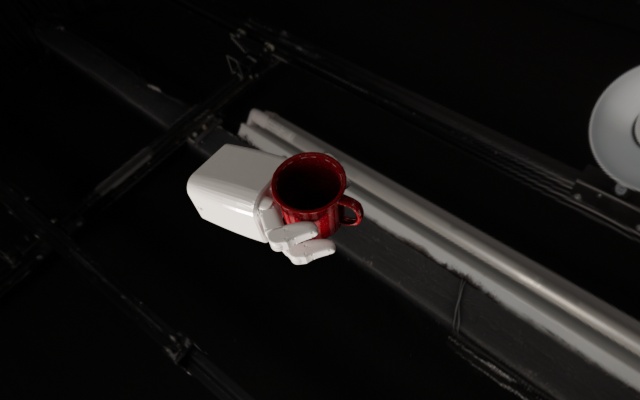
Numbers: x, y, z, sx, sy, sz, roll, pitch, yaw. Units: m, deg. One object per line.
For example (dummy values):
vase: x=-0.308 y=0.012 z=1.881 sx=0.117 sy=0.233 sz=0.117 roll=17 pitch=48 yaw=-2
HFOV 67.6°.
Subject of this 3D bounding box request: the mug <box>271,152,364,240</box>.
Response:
mug: x=0.001 y=0.002 z=0.610 sx=0.117 sy=0.093 sz=0.082 roll=16 pitch=-30 yaw=16
